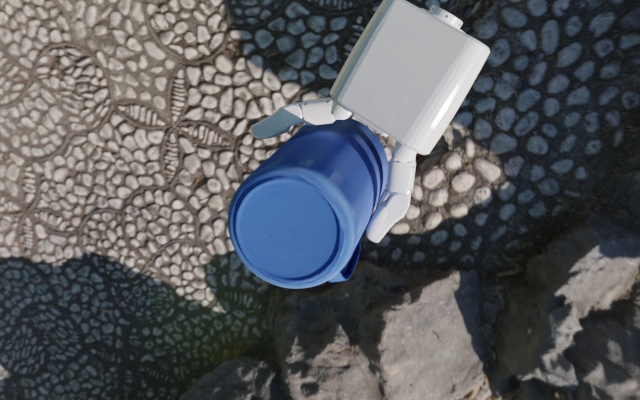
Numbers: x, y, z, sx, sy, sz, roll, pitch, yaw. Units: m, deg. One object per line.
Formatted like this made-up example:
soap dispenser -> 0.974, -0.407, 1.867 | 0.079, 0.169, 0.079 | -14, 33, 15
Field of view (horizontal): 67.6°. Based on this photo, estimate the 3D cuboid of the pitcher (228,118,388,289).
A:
pitcher -> 0.000, 0.001, 0.493 | 0.149, 0.145, 0.242 | 33, 20, 0
